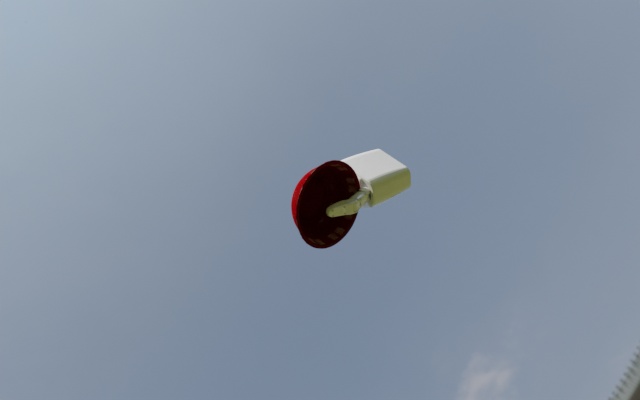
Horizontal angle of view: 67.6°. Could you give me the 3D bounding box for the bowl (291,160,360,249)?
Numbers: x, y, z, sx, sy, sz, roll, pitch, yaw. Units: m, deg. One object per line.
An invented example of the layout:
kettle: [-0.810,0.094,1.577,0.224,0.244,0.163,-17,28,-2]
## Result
bowl: [-0.001,0.003,0.863,0.055,0.162,0.162,17,12,43]
